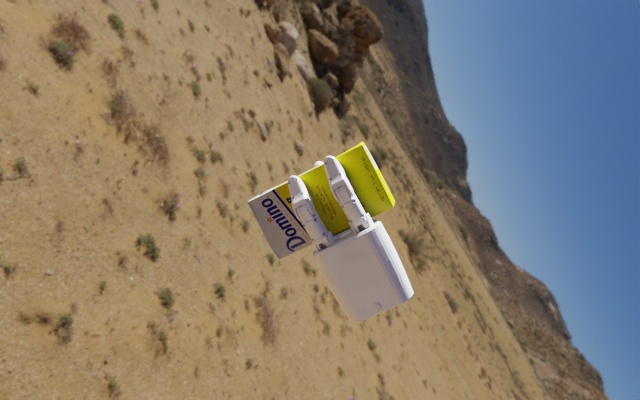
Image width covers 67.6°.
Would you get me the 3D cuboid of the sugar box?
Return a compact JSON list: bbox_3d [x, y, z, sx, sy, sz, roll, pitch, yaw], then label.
[{"bbox_3d":[0.000,0.002,0.641,0.176,0.093,0.048,-27,5,13],"label":"sugar box"}]
